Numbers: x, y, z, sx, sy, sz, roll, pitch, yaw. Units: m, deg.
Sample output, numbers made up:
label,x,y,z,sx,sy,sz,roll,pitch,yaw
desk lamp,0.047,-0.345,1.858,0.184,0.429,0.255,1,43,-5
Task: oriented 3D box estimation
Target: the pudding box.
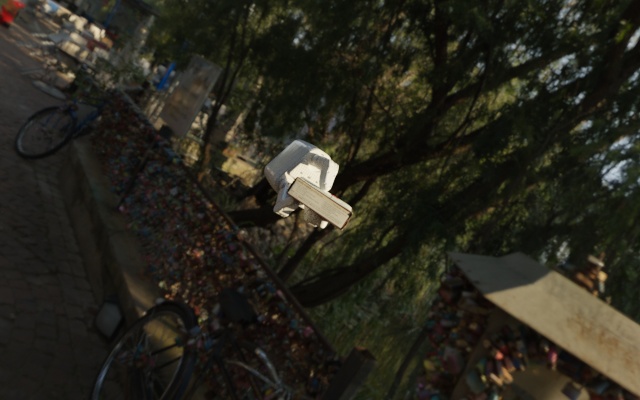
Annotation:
label,x,y,z,sx,sy,sz,roll,pitch,yaw
pudding box,0.000,0.003,0.815,0.113,0.039,0.090,32,5,1
